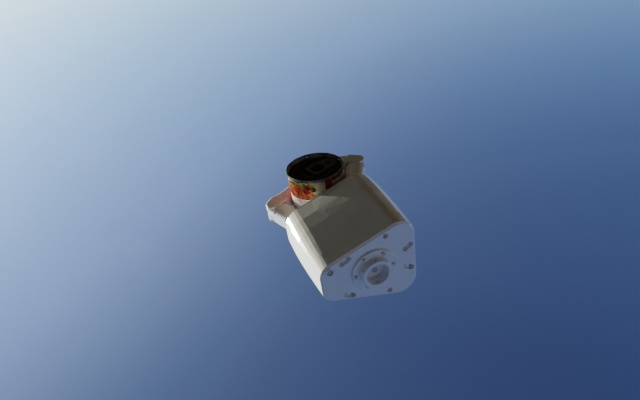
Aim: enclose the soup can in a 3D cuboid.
[{"bbox_3d":[0.000,0.002,0.585,0.068,0.102,0.068,-7,33,4],"label":"soup can"}]
